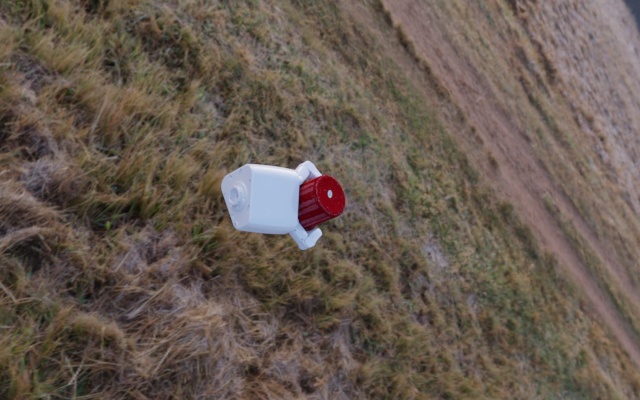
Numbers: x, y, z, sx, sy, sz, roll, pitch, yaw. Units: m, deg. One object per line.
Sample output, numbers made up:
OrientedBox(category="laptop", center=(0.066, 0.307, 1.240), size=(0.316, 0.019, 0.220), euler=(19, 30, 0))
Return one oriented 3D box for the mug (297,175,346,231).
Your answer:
OrientedBox(category="mug", center=(0.001, 0.003, 0.898), size=(0.081, 0.093, 0.117), euler=(-23, -20, 40))
